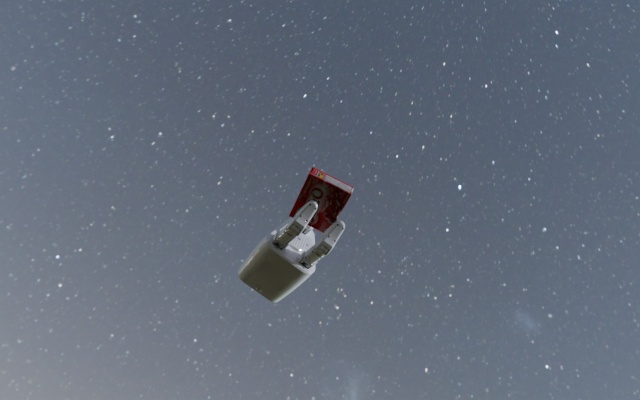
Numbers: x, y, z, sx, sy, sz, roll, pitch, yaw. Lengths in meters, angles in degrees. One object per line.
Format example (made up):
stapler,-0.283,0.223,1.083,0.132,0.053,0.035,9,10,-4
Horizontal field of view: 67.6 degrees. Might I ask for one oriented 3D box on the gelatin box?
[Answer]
gelatin box,0.000,0.002,0.755,0.073,0.089,0.030,27,30,-2
